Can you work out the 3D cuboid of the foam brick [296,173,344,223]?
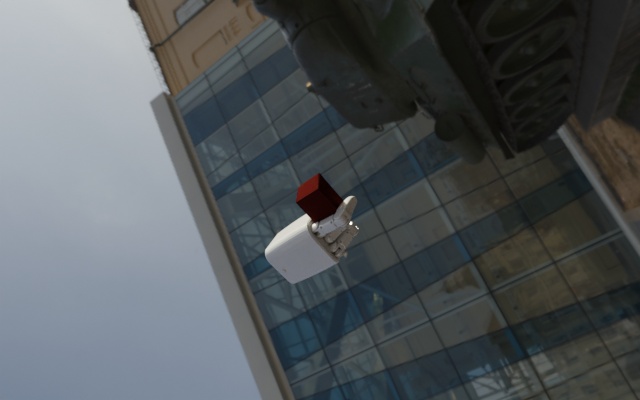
[{"bbox_3d":[0.000,0.002,0.849,0.051,0.078,0.053,-30,27,22],"label":"foam brick"}]
